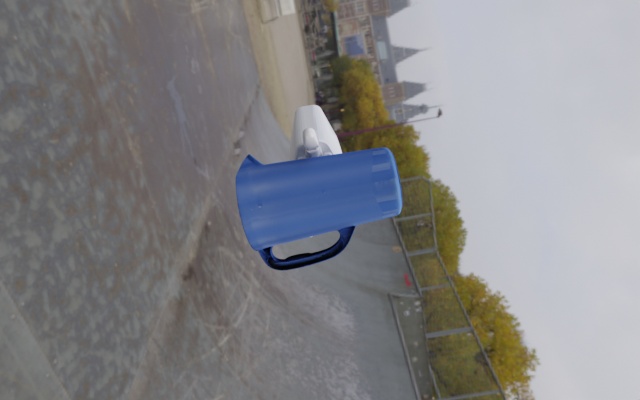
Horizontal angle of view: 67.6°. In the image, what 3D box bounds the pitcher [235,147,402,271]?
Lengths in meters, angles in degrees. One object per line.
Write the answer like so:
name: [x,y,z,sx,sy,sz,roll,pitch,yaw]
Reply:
pitcher: [0.000,0.002,0.744,0.243,0.145,0.149,-11,-42,3]
